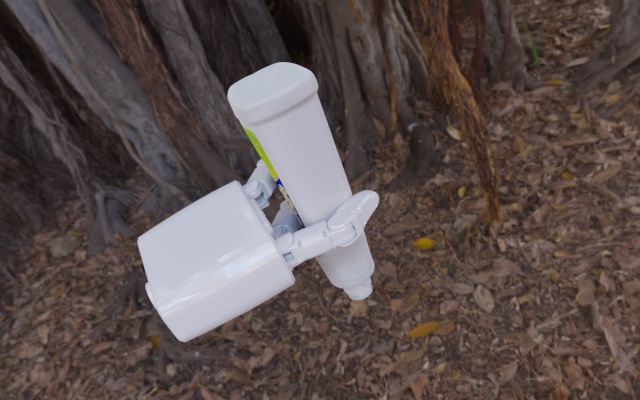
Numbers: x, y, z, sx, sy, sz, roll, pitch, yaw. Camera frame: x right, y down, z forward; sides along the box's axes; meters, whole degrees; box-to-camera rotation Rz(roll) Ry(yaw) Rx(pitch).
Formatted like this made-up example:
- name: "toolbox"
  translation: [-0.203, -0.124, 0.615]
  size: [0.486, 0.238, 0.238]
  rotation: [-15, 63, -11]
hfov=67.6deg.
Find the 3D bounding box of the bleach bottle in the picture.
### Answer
- name: "bleach bottle"
  translation: [0.000, 0.001, 0.451]
  size: [0.068, 0.251, 0.102]
  rotation: [-29, 29, -7]
